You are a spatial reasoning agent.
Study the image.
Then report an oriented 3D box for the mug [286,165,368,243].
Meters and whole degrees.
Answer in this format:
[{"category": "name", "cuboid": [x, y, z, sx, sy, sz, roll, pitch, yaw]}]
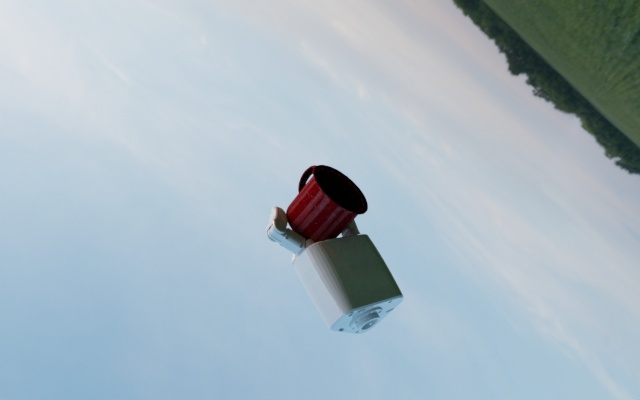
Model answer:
[{"category": "mug", "cuboid": [-0.001, 0.001, 0.673, 0.093, 0.117, 0.081, 10, -50, -45]}]
